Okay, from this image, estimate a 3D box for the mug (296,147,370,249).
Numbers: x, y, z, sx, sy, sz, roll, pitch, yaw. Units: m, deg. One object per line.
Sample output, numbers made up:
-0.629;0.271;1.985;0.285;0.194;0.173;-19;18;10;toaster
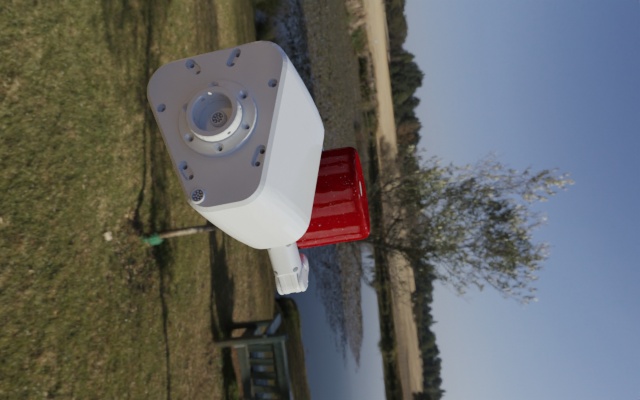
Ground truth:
0.001;0.002;0.433;0.081;0.093;0.117;-9;-15;9;mug
